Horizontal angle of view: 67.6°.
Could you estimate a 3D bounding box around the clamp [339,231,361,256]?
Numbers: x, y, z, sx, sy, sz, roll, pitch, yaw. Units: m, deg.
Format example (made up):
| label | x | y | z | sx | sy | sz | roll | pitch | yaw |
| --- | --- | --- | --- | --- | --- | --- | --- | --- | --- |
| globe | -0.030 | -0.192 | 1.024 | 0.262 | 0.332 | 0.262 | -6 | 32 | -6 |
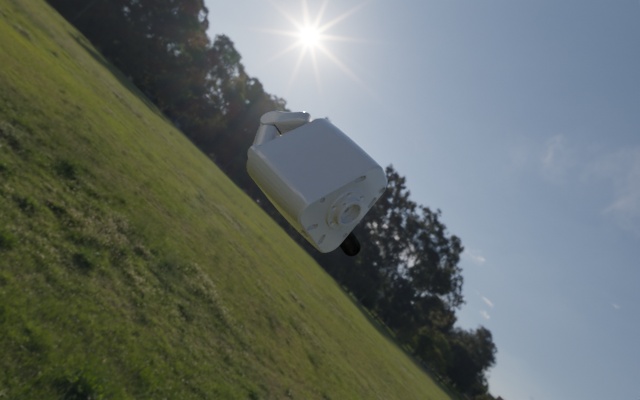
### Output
| label | x | y | z | sx | sy | sz | roll | pitch | yaw |
| --- | --- | --- | --- | --- | --- | --- | --- | --- | --- |
| clamp | 0.000 | 0.002 | 0.635 | 0.120 | 0.039 | 0.172 | 48 | -3 | 39 |
